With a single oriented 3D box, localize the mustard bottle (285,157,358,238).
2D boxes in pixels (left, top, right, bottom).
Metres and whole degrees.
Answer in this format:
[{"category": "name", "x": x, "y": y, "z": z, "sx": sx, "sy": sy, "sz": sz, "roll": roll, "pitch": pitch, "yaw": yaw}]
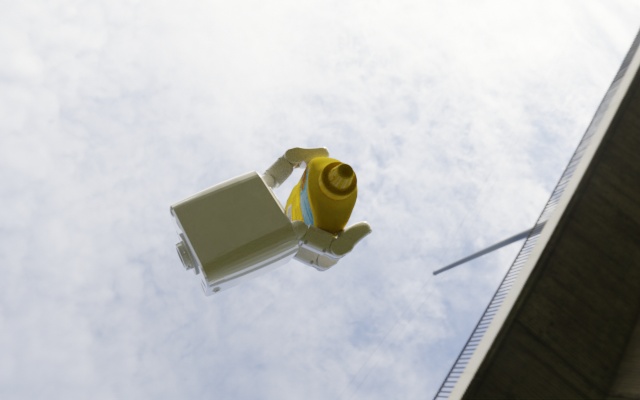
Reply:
[{"category": "mustard bottle", "x": 0.000, "y": 0.002, "z": 0.575, "sx": 0.058, "sy": 0.096, "sz": 0.192, "roll": 2, "pitch": -20, "yaw": -15}]
